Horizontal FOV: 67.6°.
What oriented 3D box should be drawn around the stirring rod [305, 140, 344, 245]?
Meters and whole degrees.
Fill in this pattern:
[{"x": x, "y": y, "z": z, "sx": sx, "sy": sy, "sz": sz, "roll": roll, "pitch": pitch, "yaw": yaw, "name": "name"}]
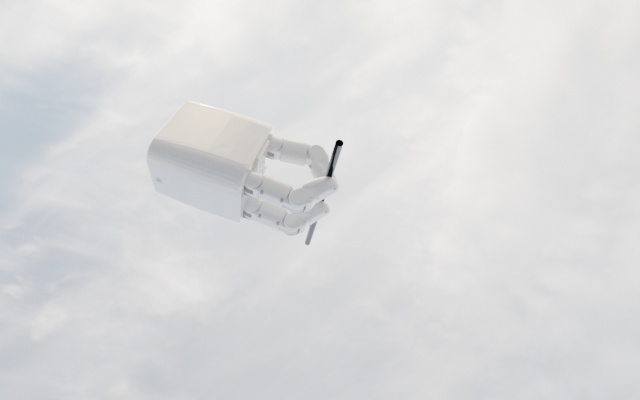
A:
[{"x": 0.000, "y": 0.002, "z": 0.564, "sx": 0.011, "sy": 0.011, "sz": 0.240, "roll": 0, "pitch": -28, "yaw": -10, "name": "stirring rod"}]
